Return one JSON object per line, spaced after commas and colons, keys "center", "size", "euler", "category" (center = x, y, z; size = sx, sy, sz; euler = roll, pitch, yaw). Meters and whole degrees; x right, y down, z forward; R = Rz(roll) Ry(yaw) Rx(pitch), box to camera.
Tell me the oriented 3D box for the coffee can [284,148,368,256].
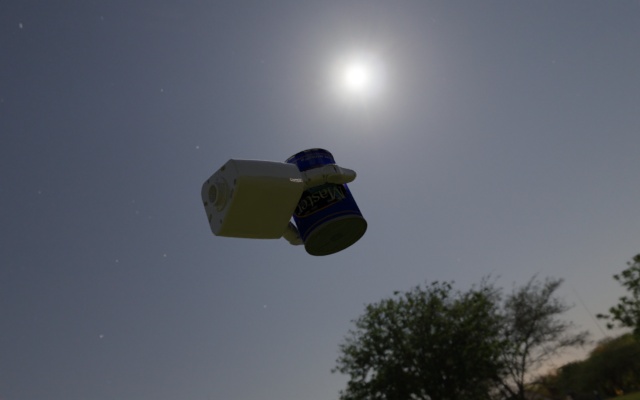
{"center": [0.000, 0.003, 0.761], "size": [0.103, 0.140, 0.103], "euler": [-18, -31, -11], "category": "coffee can"}
